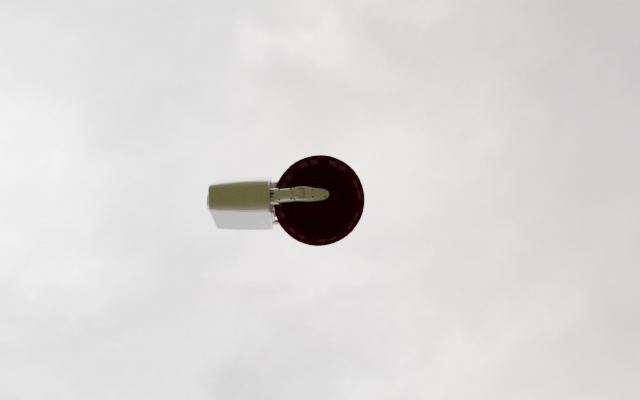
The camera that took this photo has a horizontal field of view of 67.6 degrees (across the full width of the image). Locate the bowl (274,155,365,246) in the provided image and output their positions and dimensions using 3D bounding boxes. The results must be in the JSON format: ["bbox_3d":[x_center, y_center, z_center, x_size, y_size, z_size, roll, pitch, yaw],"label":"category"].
[{"bbox_3d":[0.001,0.003,0.856,0.162,0.162,0.055,0,-9,9],"label":"bowl"}]
